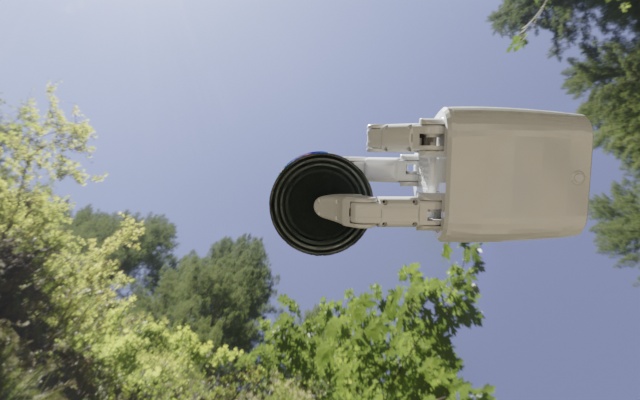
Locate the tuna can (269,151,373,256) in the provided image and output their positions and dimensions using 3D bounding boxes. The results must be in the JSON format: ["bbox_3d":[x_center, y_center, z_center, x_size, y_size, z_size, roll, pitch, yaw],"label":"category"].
[{"bbox_3d":[0.000,0.001,0.405,0.086,0.086,0.033,0,9,-4],"label":"tuna can"}]
